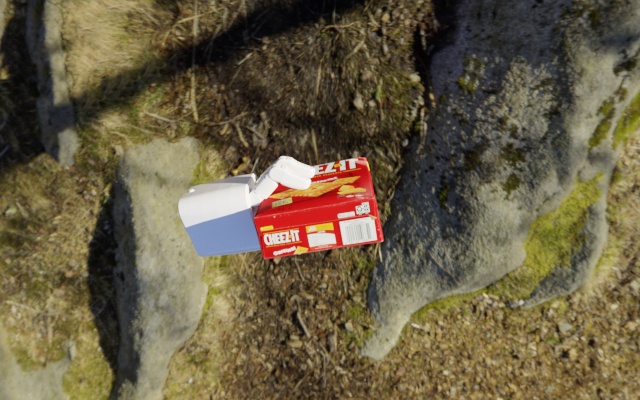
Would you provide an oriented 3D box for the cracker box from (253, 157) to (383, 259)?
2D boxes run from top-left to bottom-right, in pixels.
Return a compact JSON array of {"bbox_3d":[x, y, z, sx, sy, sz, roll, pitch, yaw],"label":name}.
[{"bbox_3d":[0.000,0.003,0.717,0.164,0.072,0.213,-9,19,5],"label":"cracker box"}]
